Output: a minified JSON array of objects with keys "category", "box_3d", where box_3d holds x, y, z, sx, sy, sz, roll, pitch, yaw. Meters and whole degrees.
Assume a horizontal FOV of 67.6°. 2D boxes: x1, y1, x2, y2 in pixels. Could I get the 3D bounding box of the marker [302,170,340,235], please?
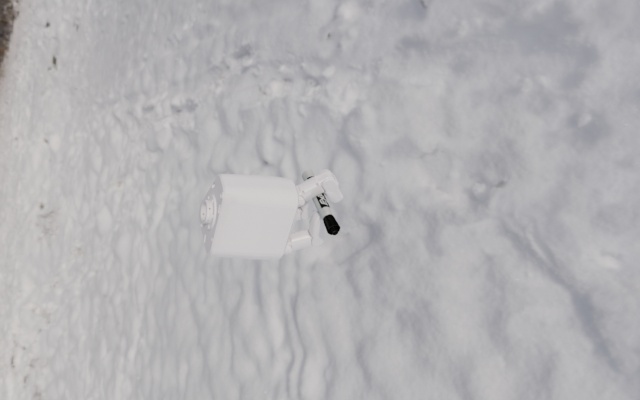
[{"category":"marker","box_3d":[0.000,0.002,0.668,0.020,0.020,0.121,0,43,-26]}]
